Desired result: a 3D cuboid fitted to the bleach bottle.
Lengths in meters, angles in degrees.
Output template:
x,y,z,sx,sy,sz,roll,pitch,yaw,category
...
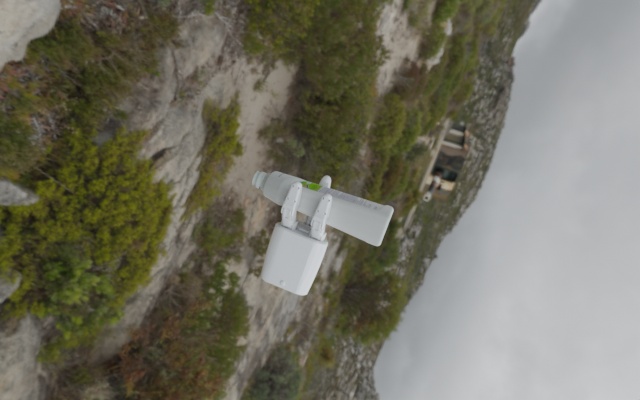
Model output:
x,y,z,sx,sy,sz,roll,pitch,yaw,category
0.000,0.003,0.849,0.251,0.068,0.102,21,11,9,bleach bottle
